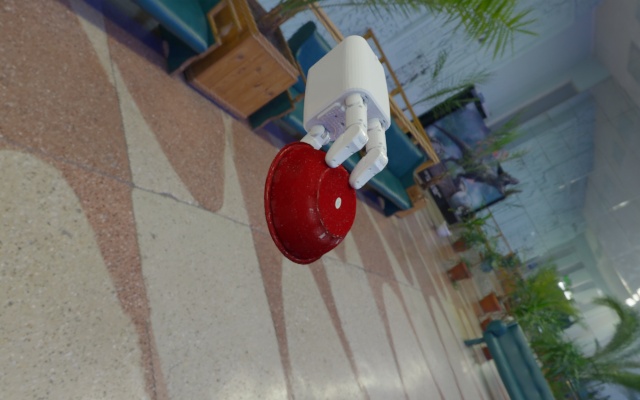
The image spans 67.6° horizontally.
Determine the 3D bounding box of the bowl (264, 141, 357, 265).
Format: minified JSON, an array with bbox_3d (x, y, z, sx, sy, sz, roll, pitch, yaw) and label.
[{"bbox_3d":[0.000,0.003,0.612,0.055,0.162,0.162,-3,-2,35],"label":"bowl"}]
